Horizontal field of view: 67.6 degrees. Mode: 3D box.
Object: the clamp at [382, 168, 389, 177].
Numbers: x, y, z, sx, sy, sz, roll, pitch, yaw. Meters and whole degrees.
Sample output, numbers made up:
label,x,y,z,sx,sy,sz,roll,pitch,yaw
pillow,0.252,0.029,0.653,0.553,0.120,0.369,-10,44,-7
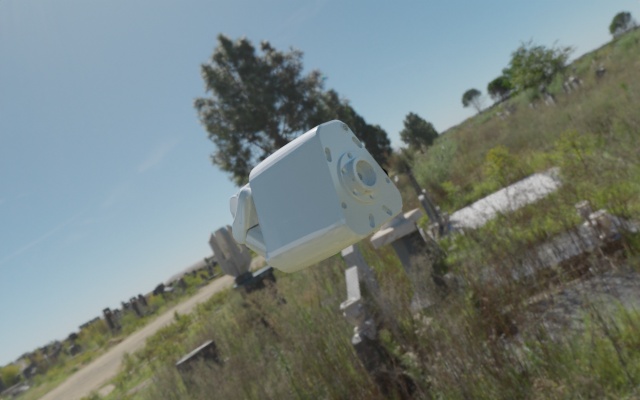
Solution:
label,x,y,z,sx,sy,sz,roll,pitch,yaw
clamp,0.000,0.001,0.563,0.120,0.039,0.171,-29,-1,43
